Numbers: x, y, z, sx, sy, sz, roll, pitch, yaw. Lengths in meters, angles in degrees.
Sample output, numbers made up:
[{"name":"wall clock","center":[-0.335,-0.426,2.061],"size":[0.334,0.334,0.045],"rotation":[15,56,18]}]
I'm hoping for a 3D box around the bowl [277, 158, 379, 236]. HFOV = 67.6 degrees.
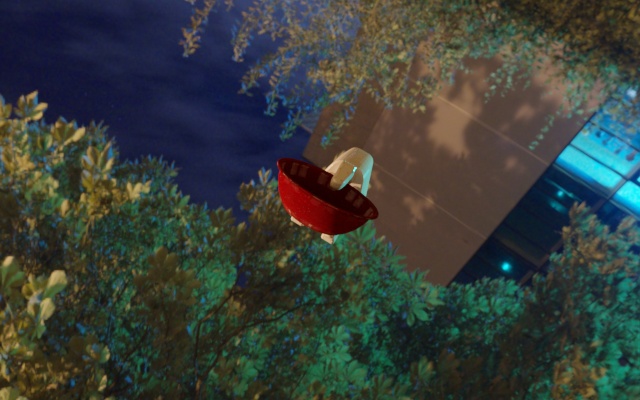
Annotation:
[{"name":"bowl","center":[-0.001,0.003,0.680],"size":[0.162,0.055,0.162],"rotation":[27,16,-8]}]
